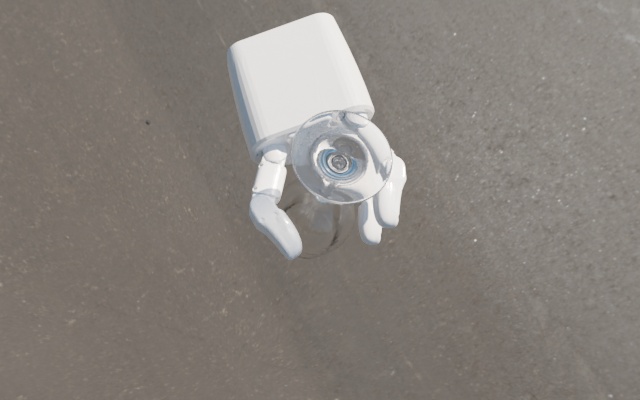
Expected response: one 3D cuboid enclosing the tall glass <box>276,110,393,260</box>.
[{"bbox_3d":[0.000,0.001,0.431,0.079,0.079,0.201,0,-20,-10],"label":"tall glass"}]
